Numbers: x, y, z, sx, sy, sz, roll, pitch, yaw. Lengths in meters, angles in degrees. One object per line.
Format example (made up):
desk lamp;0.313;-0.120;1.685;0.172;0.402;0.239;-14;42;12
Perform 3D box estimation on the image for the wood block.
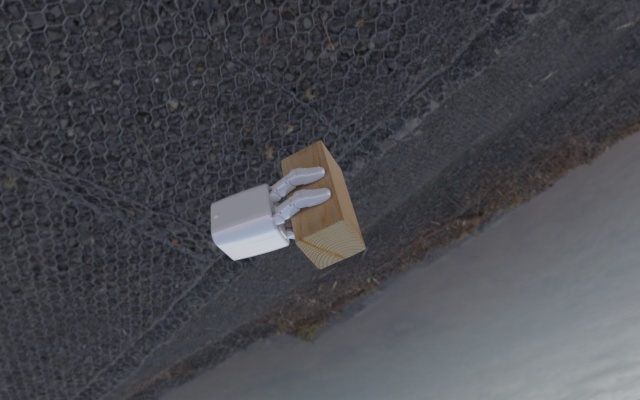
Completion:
wood block;0.000;0.003;0.839;0.090;0.206;0.091;-26;-46;12
